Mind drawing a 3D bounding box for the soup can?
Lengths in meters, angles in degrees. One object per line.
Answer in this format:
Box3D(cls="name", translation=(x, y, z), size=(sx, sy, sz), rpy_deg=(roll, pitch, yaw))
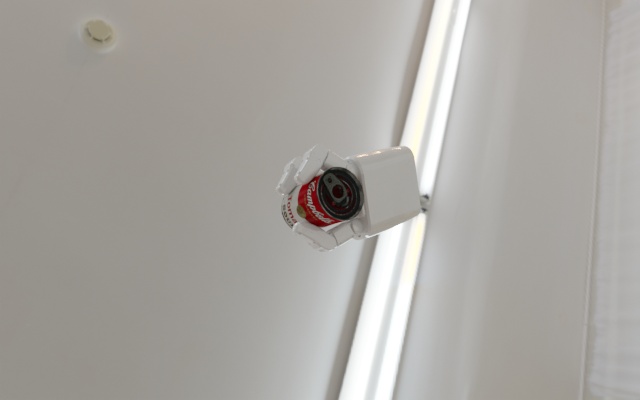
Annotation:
Box3D(cls="soup can", translation=(0.000, 0.002, 0.623), size=(0.068, 0.068, 0.102), rpy_deg=(0, -12, -31))
